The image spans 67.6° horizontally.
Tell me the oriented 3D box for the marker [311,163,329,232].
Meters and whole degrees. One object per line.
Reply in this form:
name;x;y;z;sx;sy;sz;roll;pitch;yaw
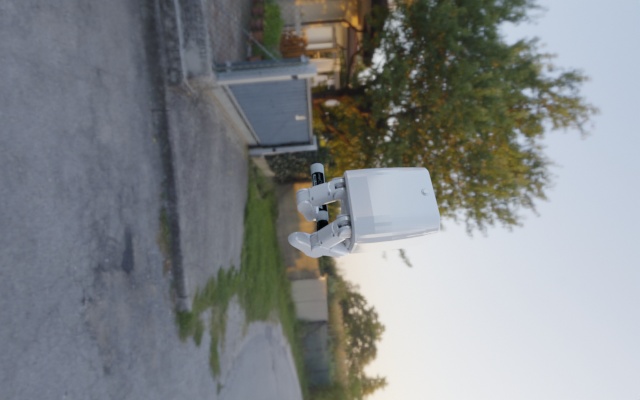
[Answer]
marker;0.000;0.002;0.664;0.020;0.121;0.020;-4;-31;-3
